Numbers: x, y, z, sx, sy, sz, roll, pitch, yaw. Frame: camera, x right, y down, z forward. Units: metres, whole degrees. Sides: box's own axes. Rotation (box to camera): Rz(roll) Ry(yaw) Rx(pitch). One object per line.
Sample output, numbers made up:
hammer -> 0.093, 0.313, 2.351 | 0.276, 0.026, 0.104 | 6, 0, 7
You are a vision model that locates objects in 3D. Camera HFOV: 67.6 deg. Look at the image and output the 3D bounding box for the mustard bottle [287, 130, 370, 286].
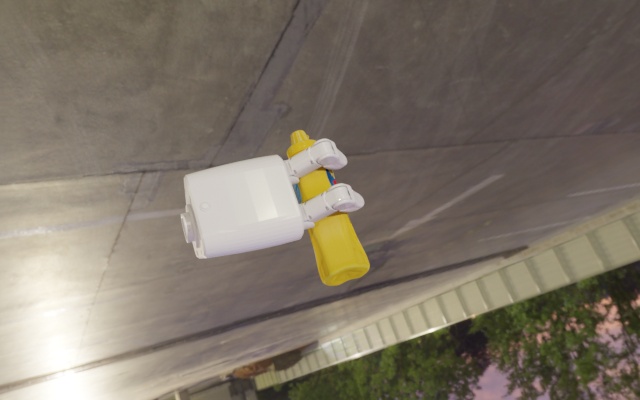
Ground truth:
mustard bottle -> 0.000, 0.002, 0.571 | 0.058, 0.191, 0.096 | -20, -18, 3
